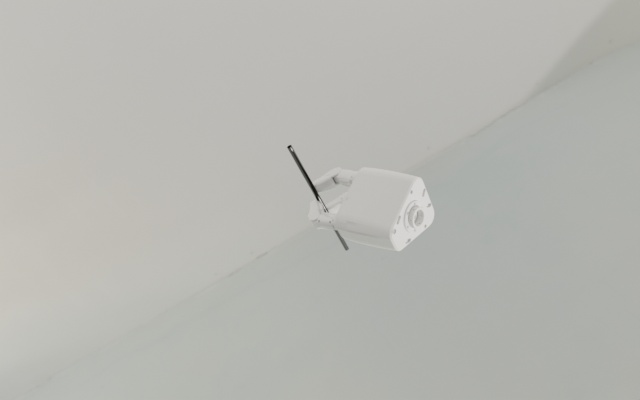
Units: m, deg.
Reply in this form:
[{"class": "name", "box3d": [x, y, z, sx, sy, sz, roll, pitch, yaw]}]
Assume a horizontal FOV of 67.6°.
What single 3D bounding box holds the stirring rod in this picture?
[{"class": "stirring rod", "box3d": [0.000, 0.003, 0.810, 0.011, 0.240, 0.011, -19, 36, 14]}]
